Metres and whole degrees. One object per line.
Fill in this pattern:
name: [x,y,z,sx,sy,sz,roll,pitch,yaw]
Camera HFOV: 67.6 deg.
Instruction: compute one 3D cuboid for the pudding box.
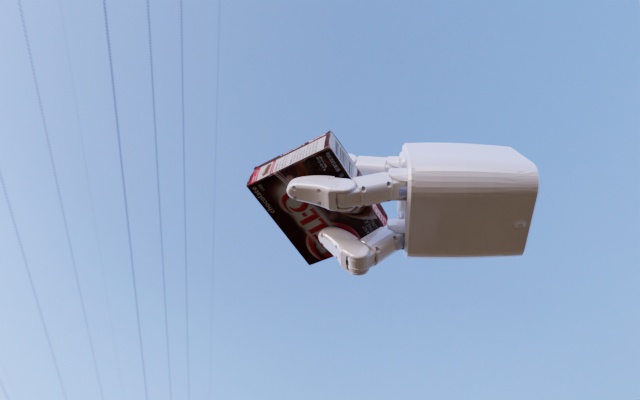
pudding box: [0.000,0.001,0.452,0.090,0.113,0.039,-24,28,22]
